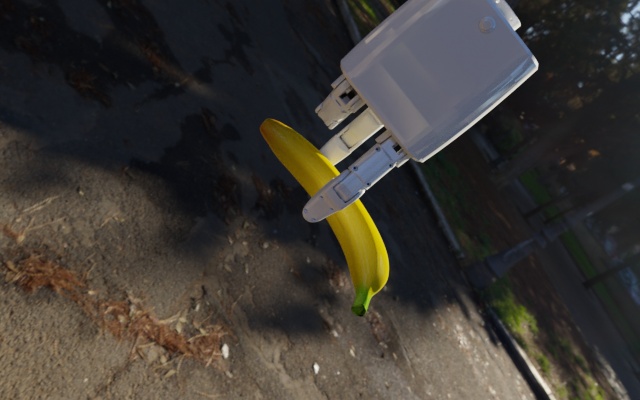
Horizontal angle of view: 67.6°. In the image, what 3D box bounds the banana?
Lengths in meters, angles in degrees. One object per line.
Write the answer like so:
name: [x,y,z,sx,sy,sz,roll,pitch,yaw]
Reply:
banana: [0.011,0.005,0.433,0.037,0.197,0.069,-38,-21,23]
